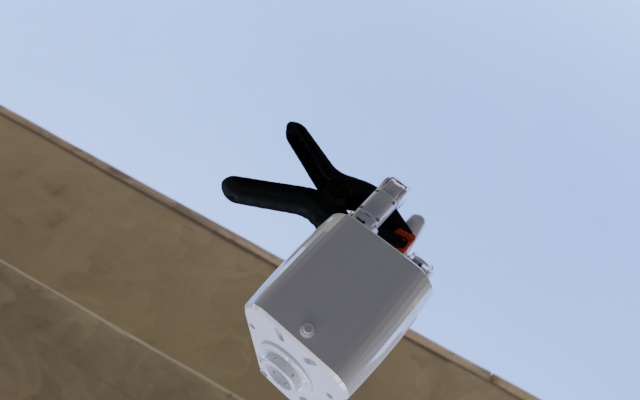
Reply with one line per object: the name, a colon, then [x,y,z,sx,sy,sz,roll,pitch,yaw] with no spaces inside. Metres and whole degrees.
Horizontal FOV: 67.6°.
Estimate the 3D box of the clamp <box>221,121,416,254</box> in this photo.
clamp: [0.000,0.002,0.430,0.171,0.039,0.120,38,54,16]
